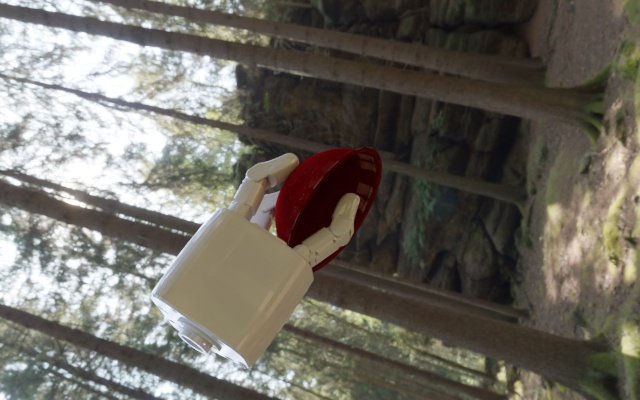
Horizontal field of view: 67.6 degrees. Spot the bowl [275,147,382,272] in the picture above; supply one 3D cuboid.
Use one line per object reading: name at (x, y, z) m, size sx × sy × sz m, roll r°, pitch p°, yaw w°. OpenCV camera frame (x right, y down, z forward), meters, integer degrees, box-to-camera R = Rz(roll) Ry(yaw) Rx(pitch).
bowl at (0.001, 0.001, 0.537) m, size 0.055 × 0.162 × 0.162 m, roll 33°, pitch 16°, yaw 26°
